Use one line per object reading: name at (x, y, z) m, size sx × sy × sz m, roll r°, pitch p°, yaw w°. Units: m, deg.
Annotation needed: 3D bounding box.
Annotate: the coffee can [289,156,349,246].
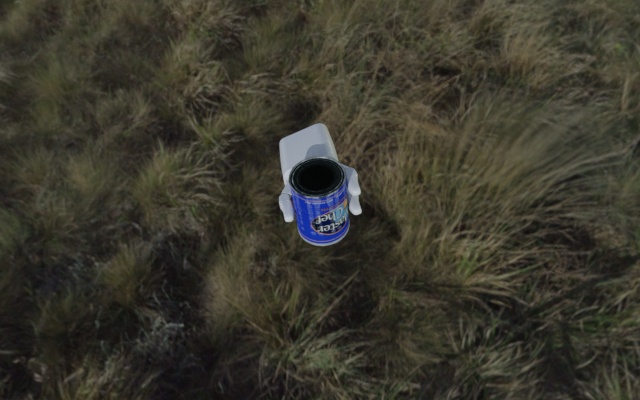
coffee can at (0.000, 0.003, 0.893) m, size 0.103 × 0.102 × 0.140 m, roll 0°, pitch -41°, yaw 7°
